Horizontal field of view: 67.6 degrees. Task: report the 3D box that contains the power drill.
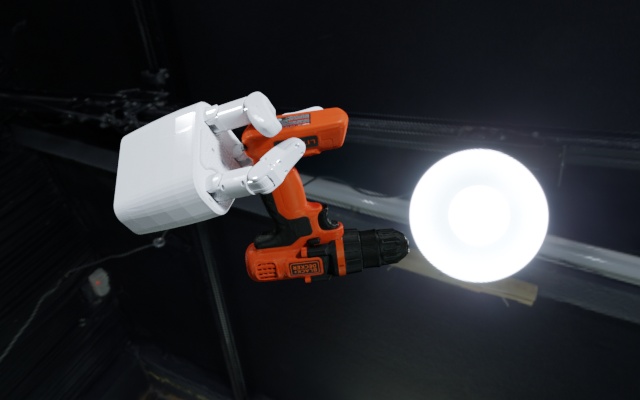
[{"bbox_3d":[0.000,0.001,0.506,0.184,0.188,0.057,-8,26,0],"label":"power drill"}]
